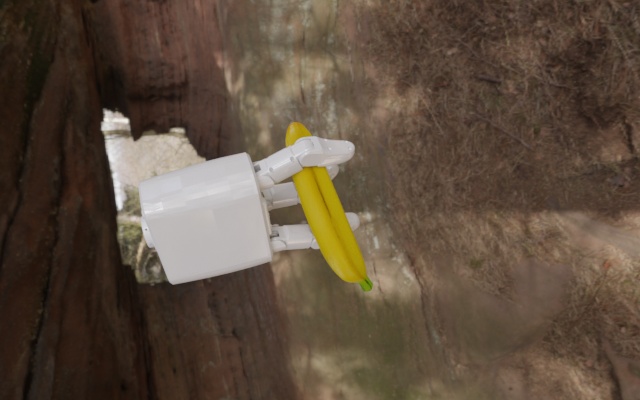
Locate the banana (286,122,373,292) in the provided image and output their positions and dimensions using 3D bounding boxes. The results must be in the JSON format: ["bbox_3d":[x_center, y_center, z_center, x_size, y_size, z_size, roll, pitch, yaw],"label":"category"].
[{"bbox_3d":[0.000,0.001,0.479,0.037,0.197,0.070,-22,-12,0],"label":"banana"}]
